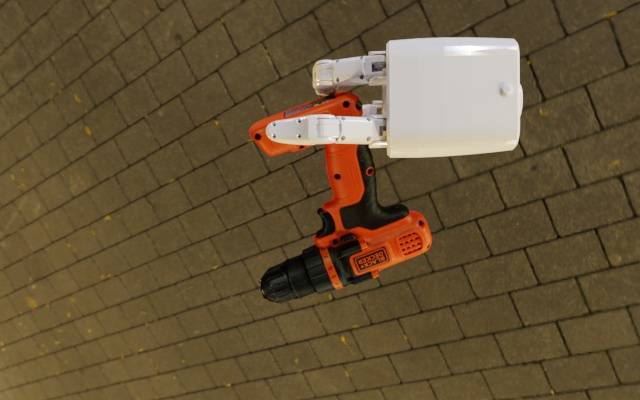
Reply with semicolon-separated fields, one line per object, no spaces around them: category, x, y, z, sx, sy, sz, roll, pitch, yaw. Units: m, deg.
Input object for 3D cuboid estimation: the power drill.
power drill;0.000;0.001;0.471;0.184;0.188;0.057;-22;20;1
